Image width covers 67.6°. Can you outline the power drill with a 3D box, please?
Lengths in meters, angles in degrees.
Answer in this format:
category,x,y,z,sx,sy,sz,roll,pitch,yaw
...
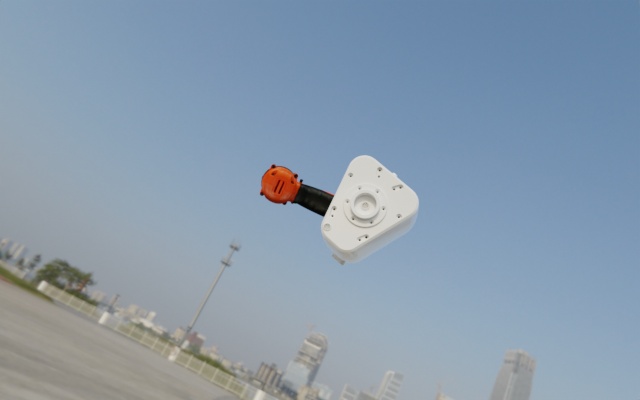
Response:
category,x,y,z,sx,sy,sz,roll,pitch,yaw
power drill,0.001,0.002,0.708,0.187,0.057,0.184,21,4,-6
